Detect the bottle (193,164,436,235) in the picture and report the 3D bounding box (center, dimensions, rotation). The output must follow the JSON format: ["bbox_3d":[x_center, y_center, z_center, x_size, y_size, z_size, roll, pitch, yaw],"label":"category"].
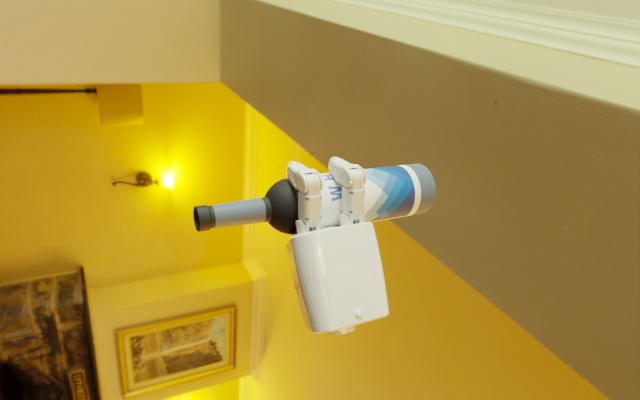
[{"bbox_3d":[0.000,0.002,0.566,0.295,0.069,0.069,-8,3,-26],"label":"bottle"}]
